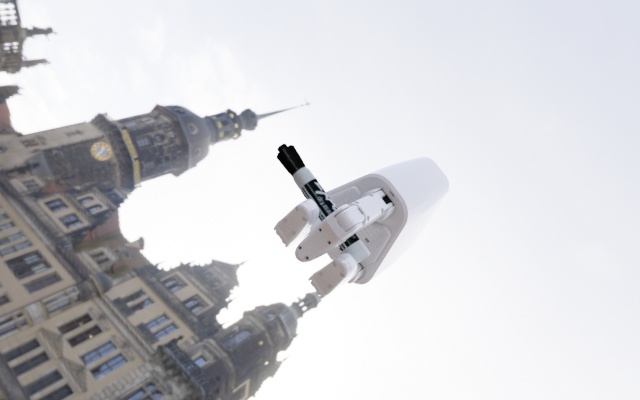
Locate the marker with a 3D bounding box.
[{"bbox_3d":[0.000,0.001,0.406,0.020,0.121,0.020,-34,-10,-7],"label":"marker"}]
